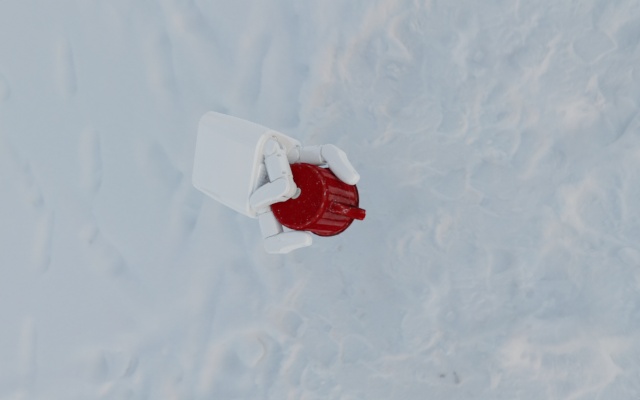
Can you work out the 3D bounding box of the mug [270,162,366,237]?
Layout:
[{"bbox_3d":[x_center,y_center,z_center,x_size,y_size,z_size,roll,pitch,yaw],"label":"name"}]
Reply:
[{"bbox_3d":[0.001,0.002,0.590,0.117,0.093,0.081,22,5,28],"label":"mug"}]
